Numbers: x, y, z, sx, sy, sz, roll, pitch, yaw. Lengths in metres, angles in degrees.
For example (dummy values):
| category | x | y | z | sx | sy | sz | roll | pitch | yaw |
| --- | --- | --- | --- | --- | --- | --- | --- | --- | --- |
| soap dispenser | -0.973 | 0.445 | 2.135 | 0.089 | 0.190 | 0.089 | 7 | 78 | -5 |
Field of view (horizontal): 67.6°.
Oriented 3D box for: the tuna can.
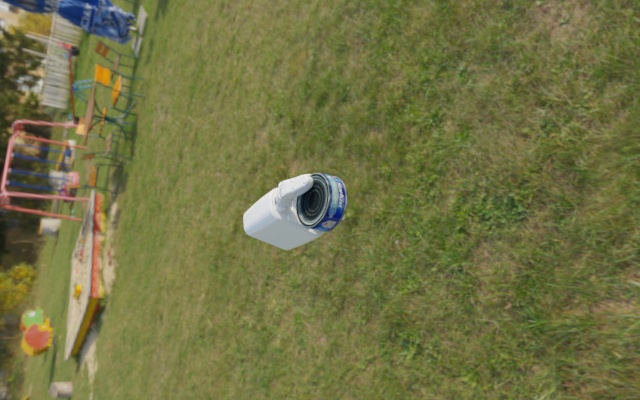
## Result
| category | x | y | z | sx | sy | sz | roll | pitch | yaw |
| --- | --- | --- | --- | --- | --- | --- | --- | --- | --- |
| tuna can | 0.000 | 0.002 | 0.716 | 0.034 | 0.086 | 0.086 | 13 | -8 | -36 |
